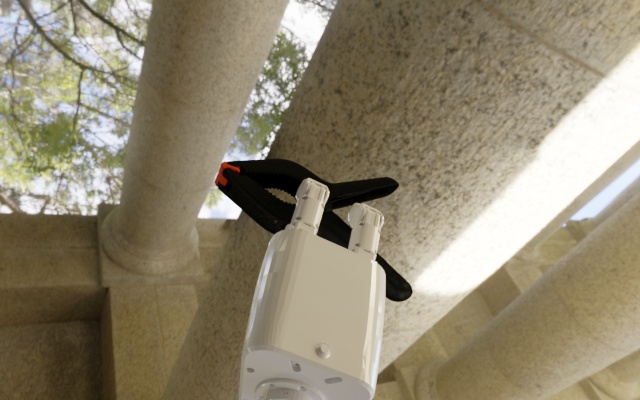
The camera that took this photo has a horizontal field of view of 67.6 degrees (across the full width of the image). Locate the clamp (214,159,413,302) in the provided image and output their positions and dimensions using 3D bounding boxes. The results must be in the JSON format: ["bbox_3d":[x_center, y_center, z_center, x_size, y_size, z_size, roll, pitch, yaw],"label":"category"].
[{"bbox_3d":[-0.001,0.002,0.488,0.210,0.036,0.164,24,39,-10],"label":"clamp"}]
